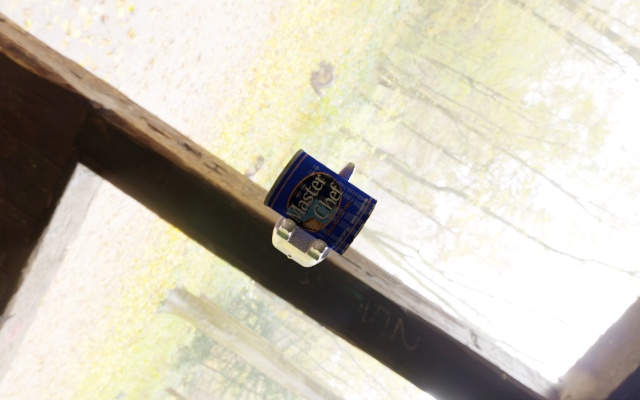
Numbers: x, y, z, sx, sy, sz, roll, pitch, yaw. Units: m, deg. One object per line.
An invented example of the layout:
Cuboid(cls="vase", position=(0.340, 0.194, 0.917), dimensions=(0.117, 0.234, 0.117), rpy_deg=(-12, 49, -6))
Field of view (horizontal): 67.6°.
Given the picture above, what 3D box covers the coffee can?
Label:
Cuboid(cls="coffee can", position=(0.000, 0.002, 0.721), dimensions=(0.140, 0.103, 0.103), rpy_deg=(34, 0, 0))
